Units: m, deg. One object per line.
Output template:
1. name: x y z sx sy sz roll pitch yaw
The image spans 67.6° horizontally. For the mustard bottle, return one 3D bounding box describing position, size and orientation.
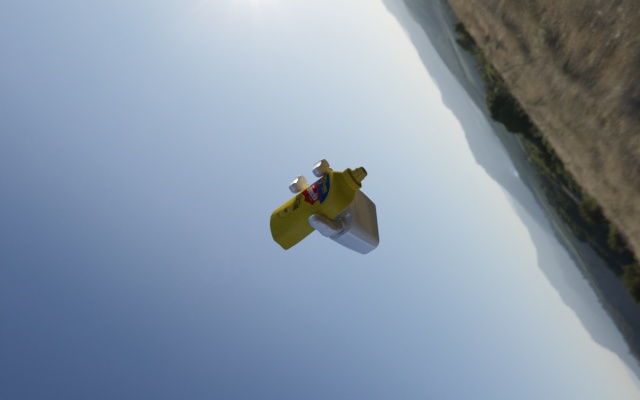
1. mustard bottle: 0.000 0.003 0.823 0.192 0.058 0.096 -35 27 19
